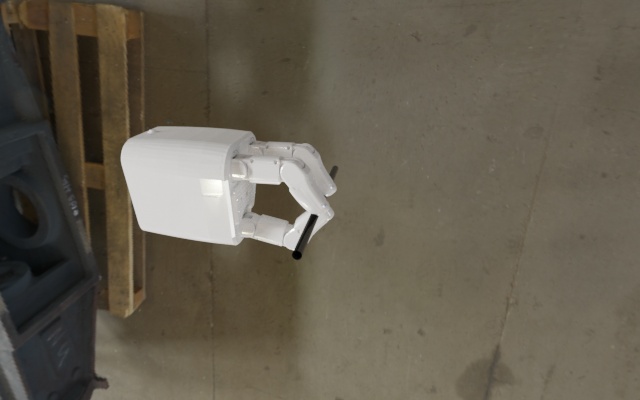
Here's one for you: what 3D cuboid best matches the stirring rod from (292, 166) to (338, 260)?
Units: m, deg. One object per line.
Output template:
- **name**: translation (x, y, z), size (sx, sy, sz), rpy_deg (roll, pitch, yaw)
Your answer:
- **stirring rod**: translation (0.000, 0.002, 0.483), size (0.011, 0.011, 0.239), rpy_deg (0, 20, 9)
